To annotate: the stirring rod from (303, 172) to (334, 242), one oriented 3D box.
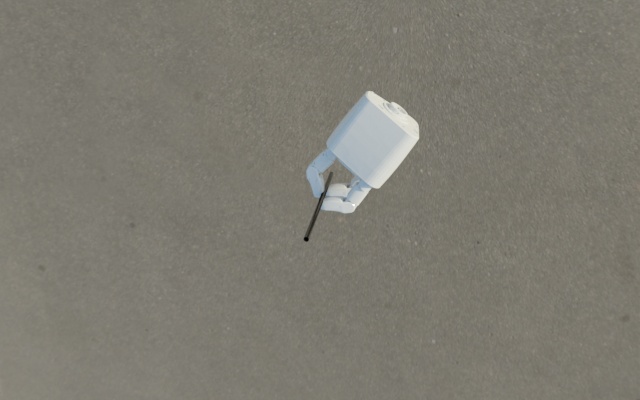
[{"bbox_3d":[0.000,0.002,0.786,0.011,0.011,0.239,0,26,11],"label":"stirring rod"}]
